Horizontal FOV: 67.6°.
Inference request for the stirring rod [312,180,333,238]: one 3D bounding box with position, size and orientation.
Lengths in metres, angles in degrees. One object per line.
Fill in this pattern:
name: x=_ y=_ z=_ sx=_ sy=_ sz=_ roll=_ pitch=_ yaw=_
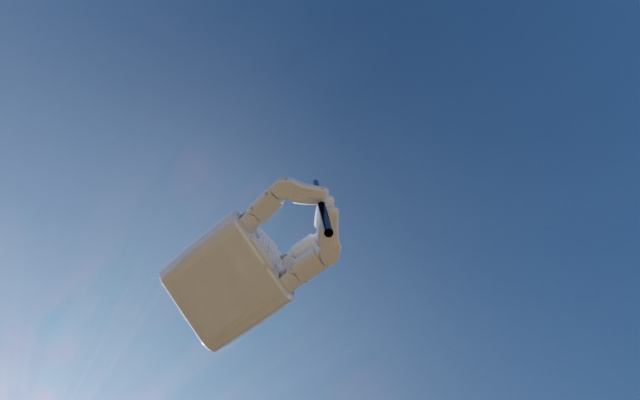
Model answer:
stirring rod: x=0.000 y=0.002 z=0.519 sx=0.011 sy=0.011 sz=0.239 roll=0 pitch=12 yaw=-3
